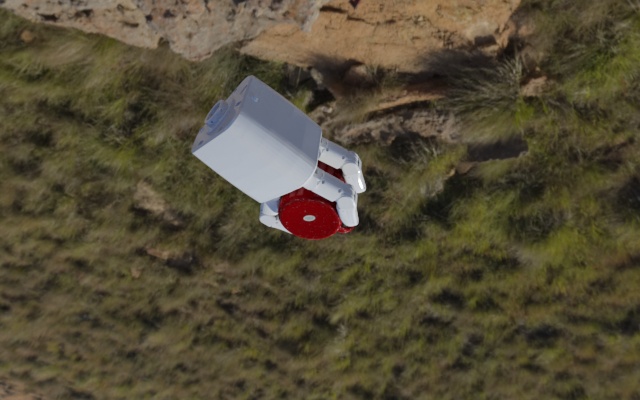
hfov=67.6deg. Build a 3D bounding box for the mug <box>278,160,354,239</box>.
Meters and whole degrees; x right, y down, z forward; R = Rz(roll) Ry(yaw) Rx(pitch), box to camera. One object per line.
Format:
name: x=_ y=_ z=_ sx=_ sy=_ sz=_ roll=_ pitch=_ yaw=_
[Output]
mug: x=0.001 y=0.003 z=0.621 sx=0.117 sy=0.081 sz=0.093 roll=35 pitch=-48 yaw=-25
